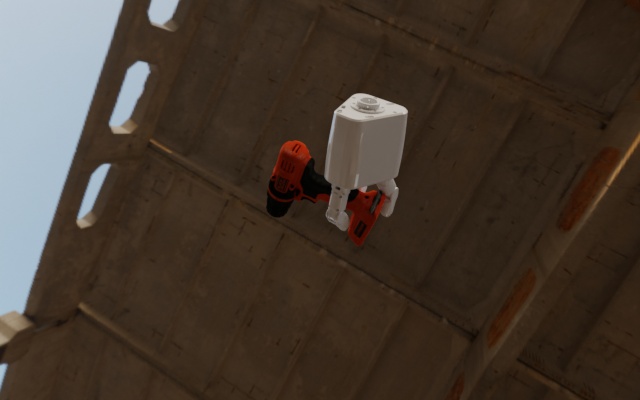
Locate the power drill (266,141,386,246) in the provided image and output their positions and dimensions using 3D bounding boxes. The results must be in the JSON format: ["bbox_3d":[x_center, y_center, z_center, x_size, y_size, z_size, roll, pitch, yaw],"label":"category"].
[{"bbox_3d":[0.001,0.003,0.793,0.187,0.057,0.184,26,-36,2],"label":"power drill"}]
